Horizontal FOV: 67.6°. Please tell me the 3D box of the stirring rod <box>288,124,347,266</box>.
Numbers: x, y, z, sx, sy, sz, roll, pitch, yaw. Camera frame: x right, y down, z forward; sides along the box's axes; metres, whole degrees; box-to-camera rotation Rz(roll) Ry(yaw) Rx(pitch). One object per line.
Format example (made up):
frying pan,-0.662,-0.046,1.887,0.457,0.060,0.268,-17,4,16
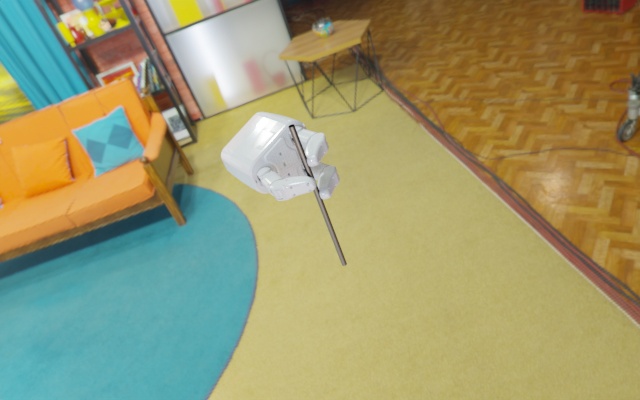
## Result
stirring rod,0.000,0.002,0.654,0.011,0.240,0.011,-14,34,10
